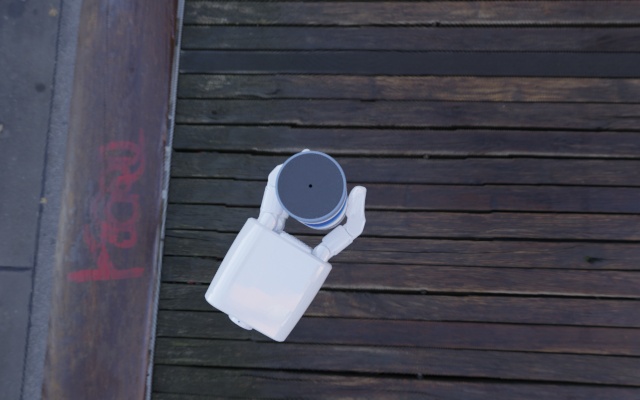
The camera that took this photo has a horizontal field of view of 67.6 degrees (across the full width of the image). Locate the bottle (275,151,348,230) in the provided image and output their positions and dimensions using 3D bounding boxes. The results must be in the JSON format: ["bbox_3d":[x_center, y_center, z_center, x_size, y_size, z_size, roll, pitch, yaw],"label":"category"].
[{"bbox_3d":[0.000,0.002,0.587,0.069,0.069,0.296,0,-6,4],"label":"bottle"}]
